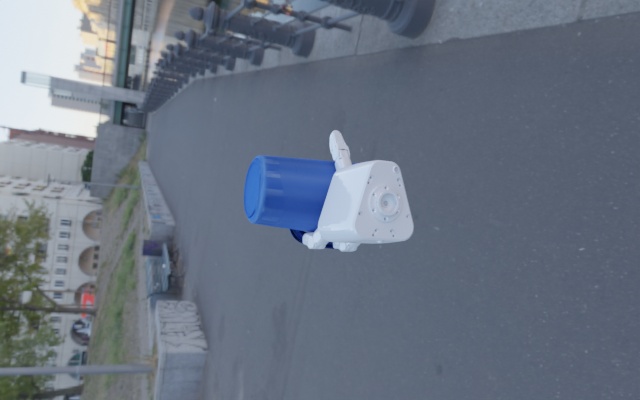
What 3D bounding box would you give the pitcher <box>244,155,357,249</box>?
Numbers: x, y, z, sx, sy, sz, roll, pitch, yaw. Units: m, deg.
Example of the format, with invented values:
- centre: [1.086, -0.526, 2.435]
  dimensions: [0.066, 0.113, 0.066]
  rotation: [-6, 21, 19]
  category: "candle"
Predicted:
- centre: [0.000, 0.003, 0.791]
  dimensions: [0.243, 0.149, 0.145]
  rotation: [6, -7, -23]
  category: "pitcher"
